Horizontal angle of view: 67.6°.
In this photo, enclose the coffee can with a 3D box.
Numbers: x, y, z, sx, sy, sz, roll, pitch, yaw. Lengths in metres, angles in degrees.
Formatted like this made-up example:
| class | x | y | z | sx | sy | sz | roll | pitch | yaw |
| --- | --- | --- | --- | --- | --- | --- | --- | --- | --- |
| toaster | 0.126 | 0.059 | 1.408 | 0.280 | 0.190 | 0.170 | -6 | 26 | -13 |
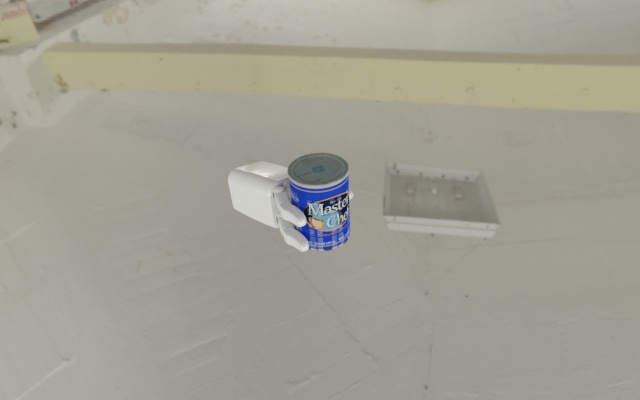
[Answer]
| class | x | y | z | sx | sy | sz | roll | pitch | yaw |
| --- | --- | --- | --- | --- | --- | --- | --- | --- | --- |
| coffee can | 0.000 | 0.003 | 0.831 | 0.103 | 0.140 | 0.102 | -3 | 36 | 2 |
